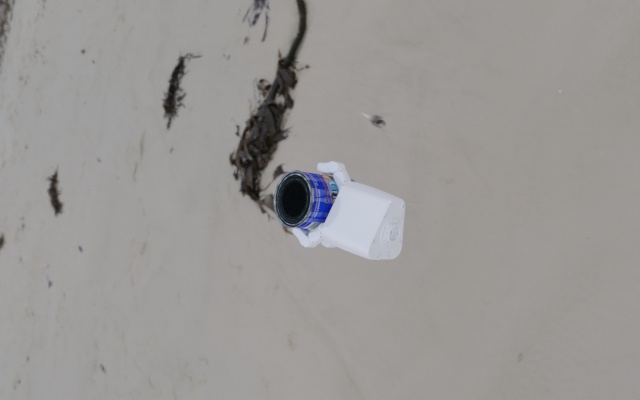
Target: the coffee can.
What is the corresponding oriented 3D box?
[{"bbox_3d":[0.000,0.003,0.879,0.103,0.103,0.140,0,-4,45],"label":"coffee can"}]
